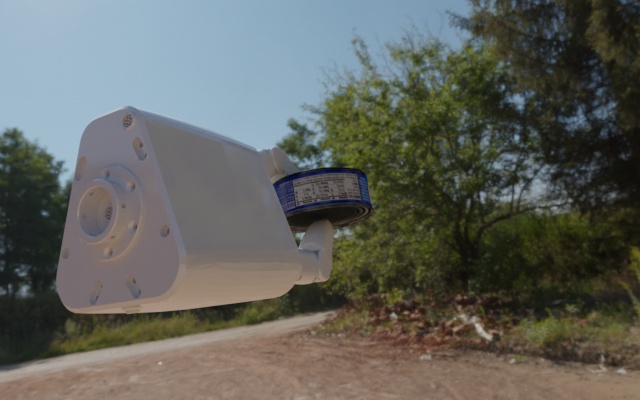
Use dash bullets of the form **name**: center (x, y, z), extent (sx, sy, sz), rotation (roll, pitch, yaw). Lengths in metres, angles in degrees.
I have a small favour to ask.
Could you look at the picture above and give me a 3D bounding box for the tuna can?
- **tuna can**: center (0.000, 0.001, 0.402), extent (0.086, 0.033, 0.086), rotation (-8, -15, -2)
